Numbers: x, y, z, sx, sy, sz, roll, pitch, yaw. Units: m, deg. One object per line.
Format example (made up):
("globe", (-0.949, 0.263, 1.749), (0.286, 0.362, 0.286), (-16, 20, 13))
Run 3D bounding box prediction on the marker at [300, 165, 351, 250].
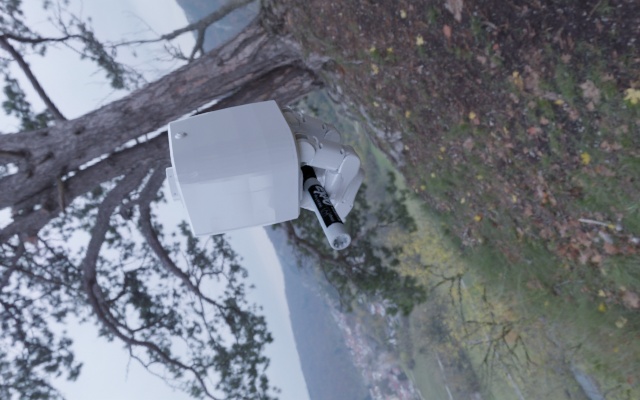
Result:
("marker", (0.000, 0.001, 0.455), (0.020, 0.020, 0.121), (0, 34, -21))
